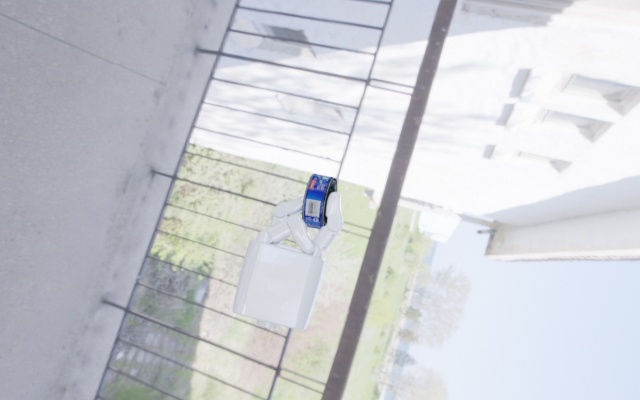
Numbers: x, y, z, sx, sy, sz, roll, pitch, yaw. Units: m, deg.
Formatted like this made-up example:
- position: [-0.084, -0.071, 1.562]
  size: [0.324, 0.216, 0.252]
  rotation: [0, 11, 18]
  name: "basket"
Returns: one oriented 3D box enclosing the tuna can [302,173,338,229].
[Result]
- position: [0.001, 0.002, 0.741]
  size: [0.034, 0.086, 0.086]
  rotation: [10, 2, 14]
  name: "tuna can"
